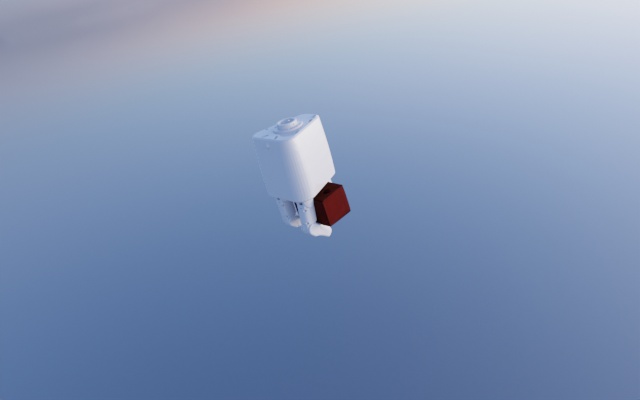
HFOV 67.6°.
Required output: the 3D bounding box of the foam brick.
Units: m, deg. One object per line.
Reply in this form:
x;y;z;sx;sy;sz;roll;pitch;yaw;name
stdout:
0.000;0.003;0.793;0.078;0.051;0.053;13;40;43;foam brick
